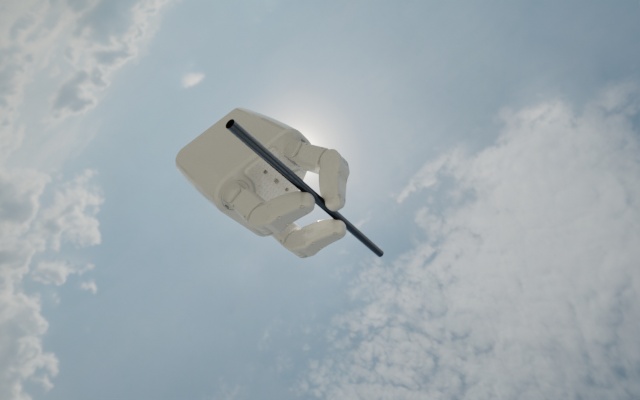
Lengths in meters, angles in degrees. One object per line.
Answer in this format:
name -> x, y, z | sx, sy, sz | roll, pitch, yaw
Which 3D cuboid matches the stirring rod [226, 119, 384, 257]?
stirring rod -> 0.000, 0.001, 0.420 | 0.011, 0.011, 0.240 | 0, -27, 36
